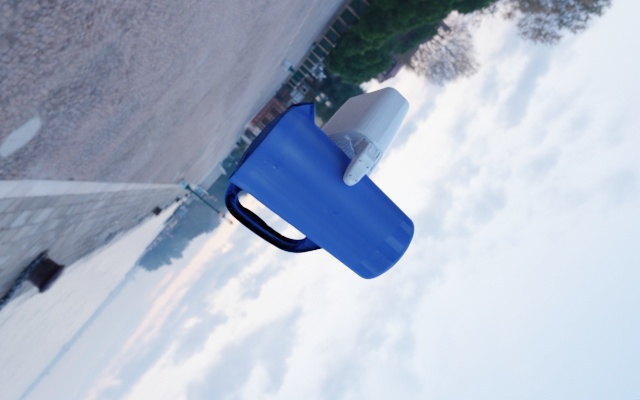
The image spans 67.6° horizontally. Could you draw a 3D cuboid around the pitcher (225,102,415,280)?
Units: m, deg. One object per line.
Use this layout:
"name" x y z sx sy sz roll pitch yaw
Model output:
"pitcher" 0.000 0.002 0.647 0.243 0.145 0.149 41 -30 -11
